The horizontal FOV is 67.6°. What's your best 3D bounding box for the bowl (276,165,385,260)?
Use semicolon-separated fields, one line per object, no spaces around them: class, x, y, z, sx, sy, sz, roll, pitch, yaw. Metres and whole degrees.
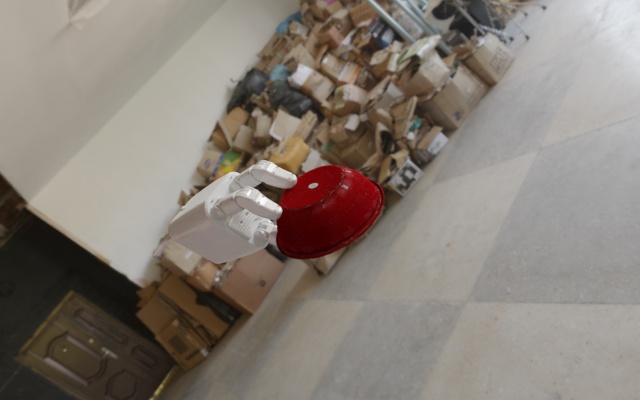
bowl;0.001;0.001;0.631;0.162;0.055;0.162;-22;30;14
